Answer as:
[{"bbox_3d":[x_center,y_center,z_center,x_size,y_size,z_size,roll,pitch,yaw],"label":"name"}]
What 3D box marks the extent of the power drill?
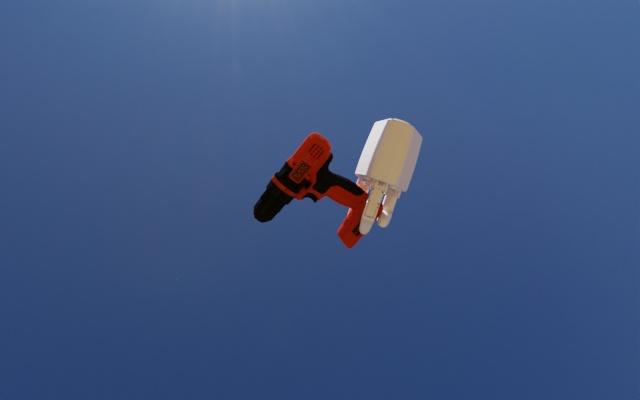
[{"bbox_3d":[0.001,0.003,0.834,0.188,0.184,0.057,36,13,-18],"label":"power drill"}]
